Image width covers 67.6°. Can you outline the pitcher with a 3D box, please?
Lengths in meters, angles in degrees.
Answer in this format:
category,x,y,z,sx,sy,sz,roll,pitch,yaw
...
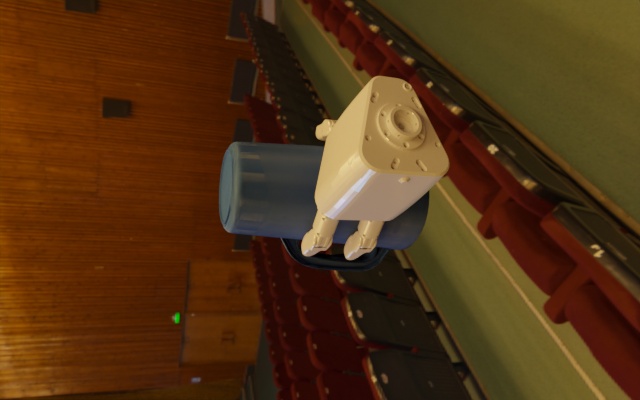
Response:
category,x,y,z,sx,sy,sz,roll,pitch,yaw
pitcher,0.000,0.002,0.602,0.243,0.149,0.145,4,-22,-20
